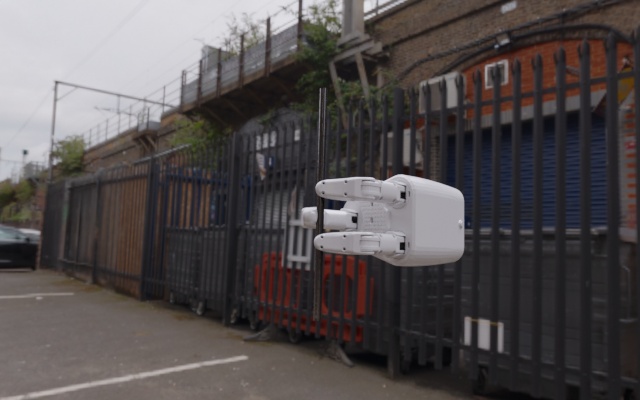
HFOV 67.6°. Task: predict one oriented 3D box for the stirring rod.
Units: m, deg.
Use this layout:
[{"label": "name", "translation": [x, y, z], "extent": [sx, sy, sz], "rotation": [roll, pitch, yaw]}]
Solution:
[{"label": "stirring rod", "translation": [0.000, 0.002, 0.493], "extent": [0.011, 0.239, 0.011], "rotation": [2, -5, 0]}]
